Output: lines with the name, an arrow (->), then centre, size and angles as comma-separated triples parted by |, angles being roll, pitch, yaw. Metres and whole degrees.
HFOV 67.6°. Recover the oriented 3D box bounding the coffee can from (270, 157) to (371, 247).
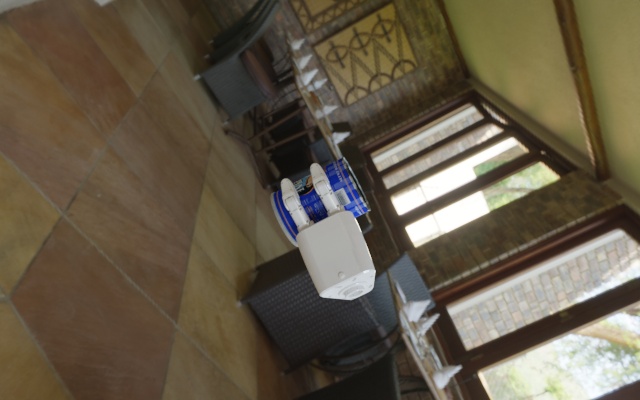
coffee can -> 0.000, 0.003, 0.813 | 0.140, 0.103, 0.103 | -27, -4, 8
